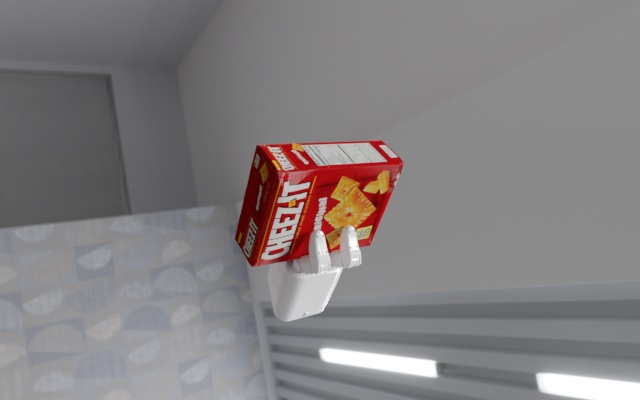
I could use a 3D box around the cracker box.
[{"bbox_3d":[0.000,0.002,0.687,0.213,0.164,0.072,-7,41,-34],"label":"cracker box"}]
